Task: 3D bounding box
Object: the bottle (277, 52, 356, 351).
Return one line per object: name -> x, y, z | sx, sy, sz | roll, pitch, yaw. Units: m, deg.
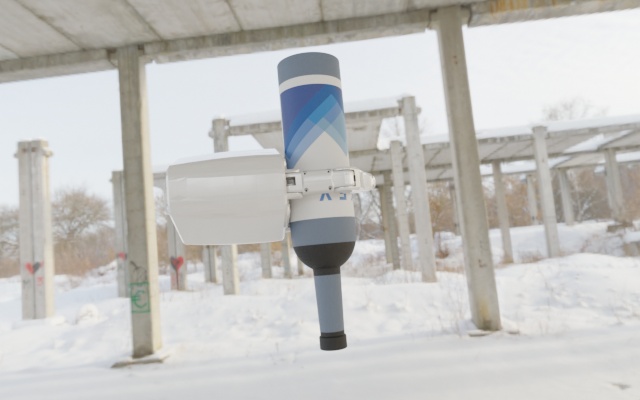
bottle -> 0.000, 0.001, 0.491 | 0.069, 0.295, 0.069 | -5, -6, -1
